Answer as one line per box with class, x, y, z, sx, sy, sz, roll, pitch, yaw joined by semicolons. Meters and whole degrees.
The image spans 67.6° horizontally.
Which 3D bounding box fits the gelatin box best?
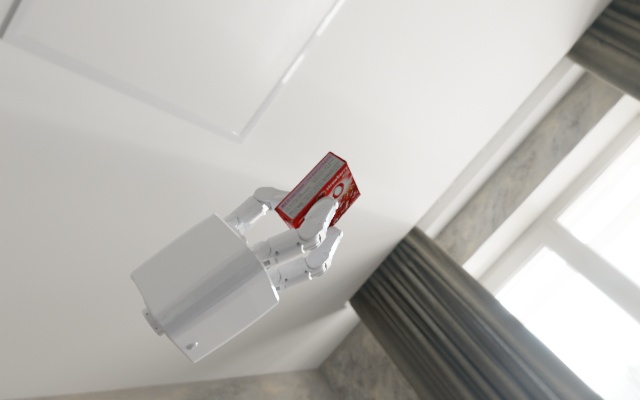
gelatin box;0.000;0.001;0.521;0.030;0.089;0.073;36;-12;30
